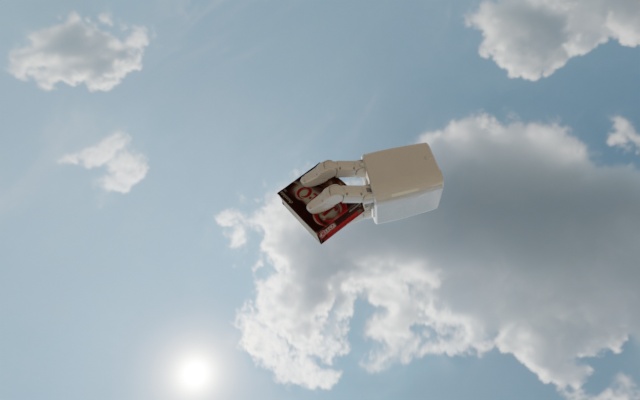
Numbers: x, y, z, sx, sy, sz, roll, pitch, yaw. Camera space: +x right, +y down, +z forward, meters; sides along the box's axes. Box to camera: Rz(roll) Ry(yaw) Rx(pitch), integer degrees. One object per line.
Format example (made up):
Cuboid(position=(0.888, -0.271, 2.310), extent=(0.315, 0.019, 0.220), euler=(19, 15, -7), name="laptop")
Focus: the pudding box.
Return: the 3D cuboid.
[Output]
Cuboid(position=(0.000, 0.003, 0.752), extent=(0.090, 0.039, 0.113), euler=(-36, 51, -15), name="pudding box")
